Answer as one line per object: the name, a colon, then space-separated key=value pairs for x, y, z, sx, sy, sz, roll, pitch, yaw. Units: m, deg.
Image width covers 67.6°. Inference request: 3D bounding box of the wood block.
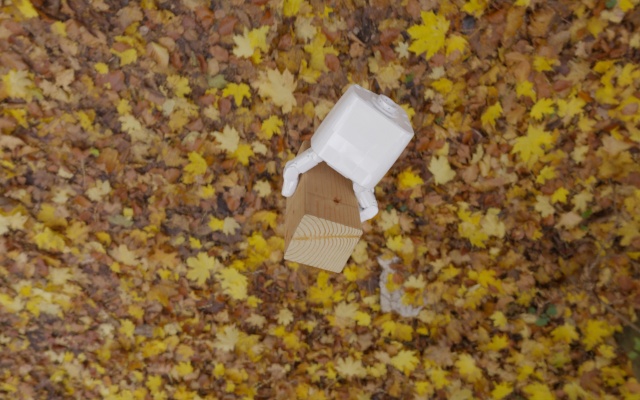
wood block: x=0.000 y=0.002 z=0.756 sx=0.091 sy=0.090 sz=0.206 roll=17 pitch=34 yaw=-14
